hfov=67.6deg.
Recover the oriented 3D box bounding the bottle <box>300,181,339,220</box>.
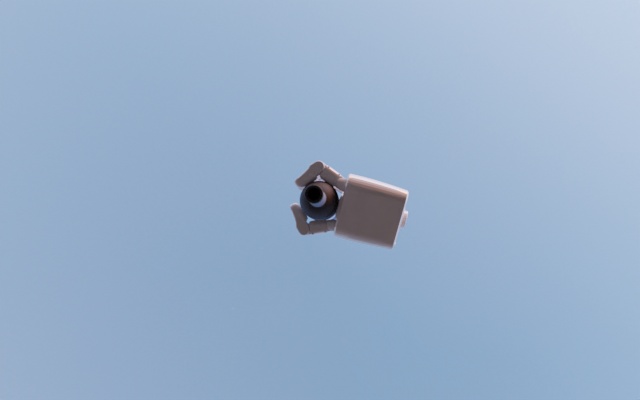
[{"bbox_3d":[0.000,0.003,0.845,0.069,0.069,0.296,0,-5,4],"label":"bottle"}]
